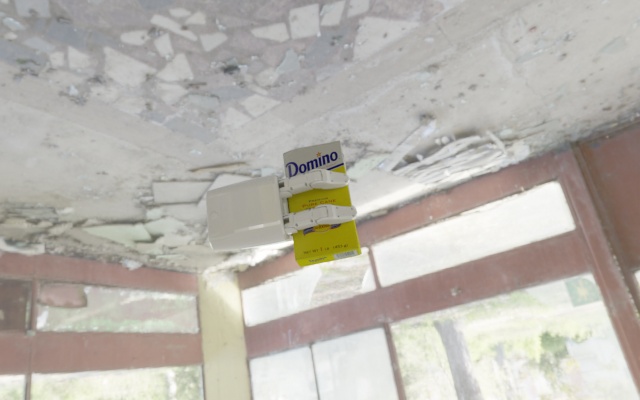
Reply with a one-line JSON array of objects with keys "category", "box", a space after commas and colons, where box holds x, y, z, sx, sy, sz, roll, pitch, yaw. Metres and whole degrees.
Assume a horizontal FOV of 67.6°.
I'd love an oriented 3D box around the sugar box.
[{"category": "sugar box", "box": [0.000, 0.002, 0.705, 0.093, 0.176, 0.048, -11, -22, 5]}]
